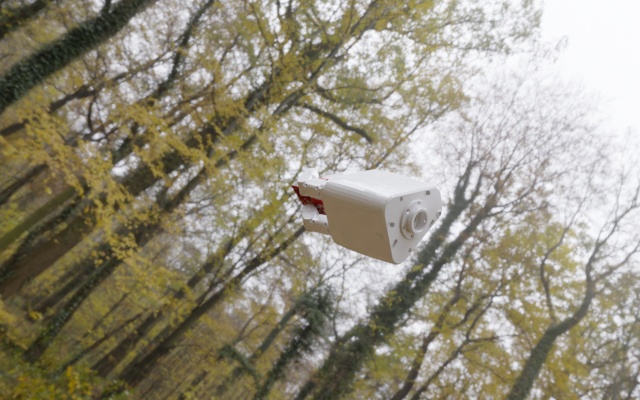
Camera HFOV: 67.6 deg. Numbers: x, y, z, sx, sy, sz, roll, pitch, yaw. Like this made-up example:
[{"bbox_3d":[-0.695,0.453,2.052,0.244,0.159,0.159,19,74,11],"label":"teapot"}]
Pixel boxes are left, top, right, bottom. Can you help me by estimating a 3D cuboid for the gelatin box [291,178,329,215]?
[{"bbox_3d":[0.000,0.002,0.720,0.030,0.073,0.089,-38,21,-19],"label":"gelatin box"}]
